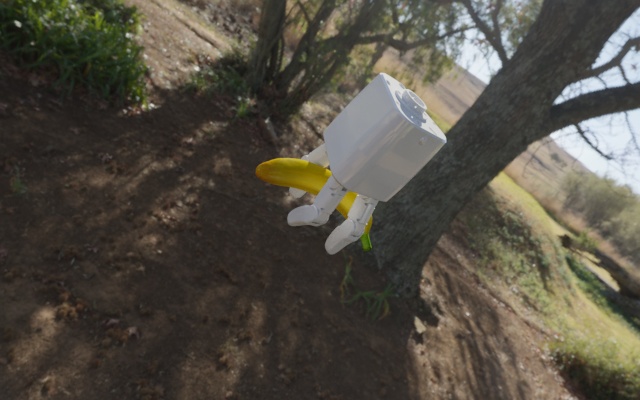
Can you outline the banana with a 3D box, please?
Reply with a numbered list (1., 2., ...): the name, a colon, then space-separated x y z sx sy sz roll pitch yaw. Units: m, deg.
1. banana: 0.005 -0.010 0.620 0.198 0.069 0.037 34 -48 -26
